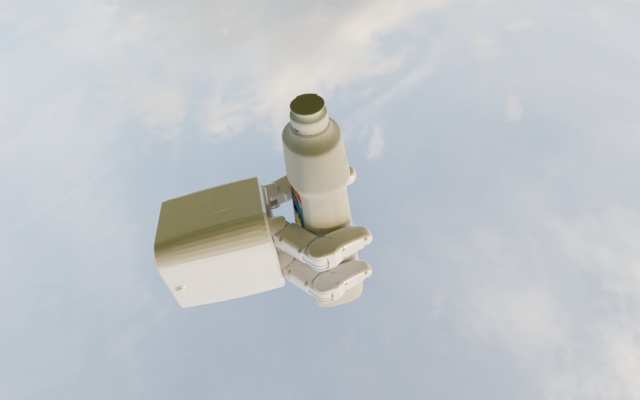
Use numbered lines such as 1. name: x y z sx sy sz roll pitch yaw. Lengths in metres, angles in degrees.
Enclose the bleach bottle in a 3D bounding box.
1. bleach bottle: 0.000 0.002 0.471 0.068 0.102 0.251 -14 -42 -5
